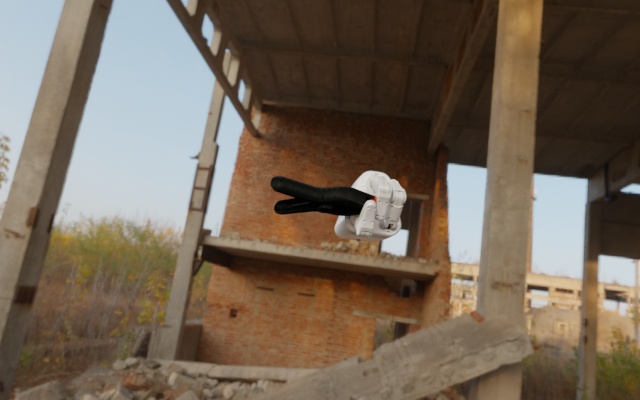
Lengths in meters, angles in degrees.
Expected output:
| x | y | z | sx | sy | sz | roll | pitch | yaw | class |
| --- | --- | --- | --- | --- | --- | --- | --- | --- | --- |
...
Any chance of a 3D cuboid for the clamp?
| x | y | z | sx | sy | sz | roll | pitch | yaw | class |
| --- | --- | --- | --- | --- | --- | --- | --- | --- | --- |
| 0.000 | 0.002 | 0.767 | 0.171 | 0.039 | 0.120 | 10 | -16 | -8 | clamp |
